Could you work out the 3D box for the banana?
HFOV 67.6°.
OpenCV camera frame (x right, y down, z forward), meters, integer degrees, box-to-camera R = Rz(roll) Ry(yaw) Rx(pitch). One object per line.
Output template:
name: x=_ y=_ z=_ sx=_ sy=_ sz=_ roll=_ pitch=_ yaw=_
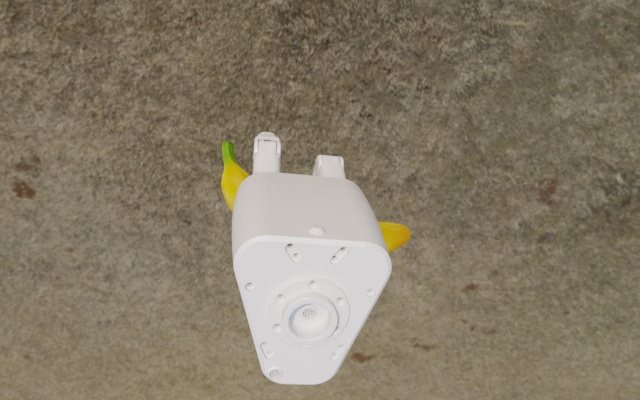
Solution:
banana: x=-0.010 y=0.017 z=0.435 sx=0.198 sy=0.069 sz=0.037 roll=26 pitch=-10 yaw=-11
